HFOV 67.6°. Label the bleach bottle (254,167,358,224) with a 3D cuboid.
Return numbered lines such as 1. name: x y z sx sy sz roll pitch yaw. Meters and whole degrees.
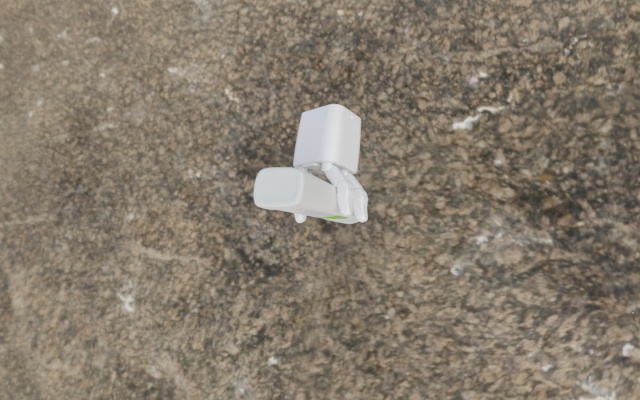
1. bleach bottle: 0.000 0.003 0.849 0.102 0.068 0.251 1 -10 33
